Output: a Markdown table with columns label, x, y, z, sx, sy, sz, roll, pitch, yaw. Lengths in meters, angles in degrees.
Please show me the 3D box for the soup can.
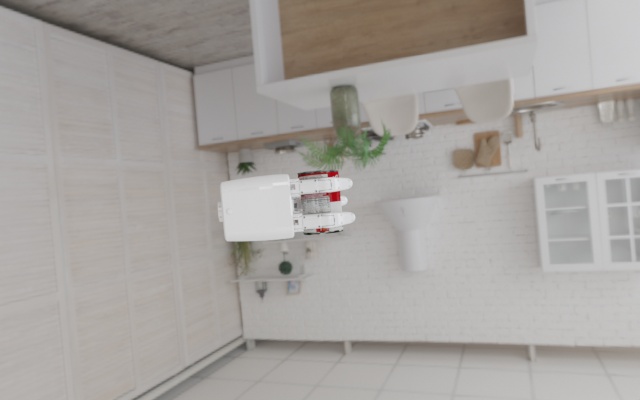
| label | x | y | z | sx | sy | sz | roll | pitch | yaw |
| --- | --- | --- | --- | --- | --- | --- | --- | --- | --- |
| soup can | 0.001 | 0.003 | 0.783 | 0.068 | 0.102 | 0.068 | -5 | 1 | 0 |
